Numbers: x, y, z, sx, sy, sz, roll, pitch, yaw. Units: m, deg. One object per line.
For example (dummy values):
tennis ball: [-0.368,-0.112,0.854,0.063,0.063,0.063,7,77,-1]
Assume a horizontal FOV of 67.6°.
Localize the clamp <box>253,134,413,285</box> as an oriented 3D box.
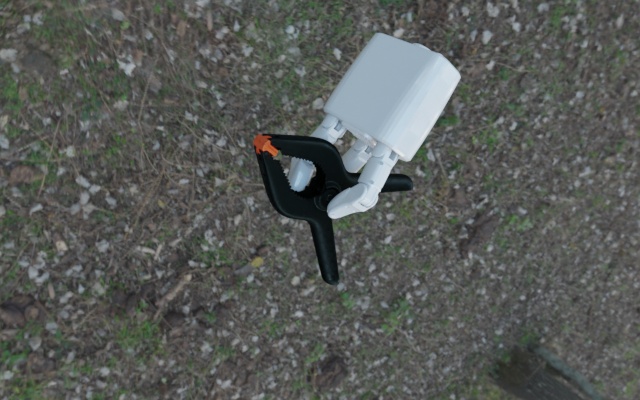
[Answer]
clamp: [0.000,0.002,0.539,0.210,0.164,0.036,30,3,-36]
